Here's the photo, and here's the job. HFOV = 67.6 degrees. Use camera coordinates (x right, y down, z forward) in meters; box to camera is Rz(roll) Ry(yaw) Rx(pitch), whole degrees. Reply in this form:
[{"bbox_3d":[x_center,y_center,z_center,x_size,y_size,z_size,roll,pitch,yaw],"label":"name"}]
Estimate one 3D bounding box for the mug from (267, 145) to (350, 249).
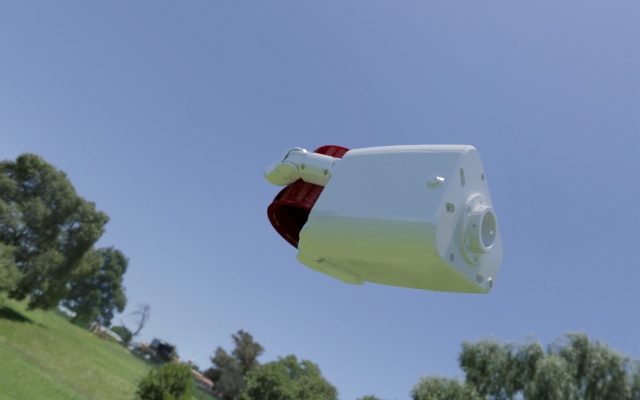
[{"bbox_3d":[-0.001,0.001,0.468,0.117,0.081,0.093,1,-41,43],"label":"mug"}]
